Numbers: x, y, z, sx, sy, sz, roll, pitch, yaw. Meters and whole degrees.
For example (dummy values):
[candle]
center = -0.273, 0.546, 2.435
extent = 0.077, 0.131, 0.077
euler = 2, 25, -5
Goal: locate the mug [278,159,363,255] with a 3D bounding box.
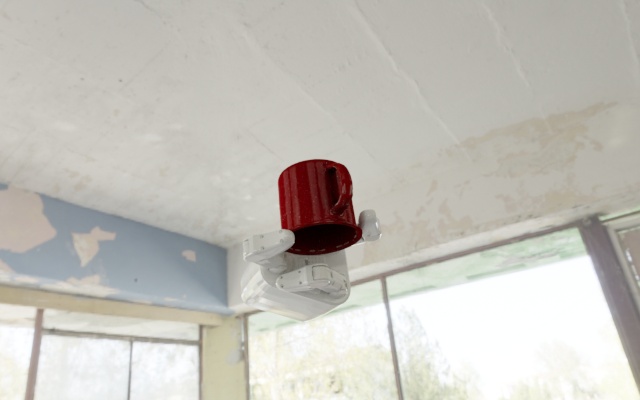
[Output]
[mug]
center = 0.001, 0.001, 0.523
extent = 0.093, 0.081, 0.117
euler = 5, -29, -24
